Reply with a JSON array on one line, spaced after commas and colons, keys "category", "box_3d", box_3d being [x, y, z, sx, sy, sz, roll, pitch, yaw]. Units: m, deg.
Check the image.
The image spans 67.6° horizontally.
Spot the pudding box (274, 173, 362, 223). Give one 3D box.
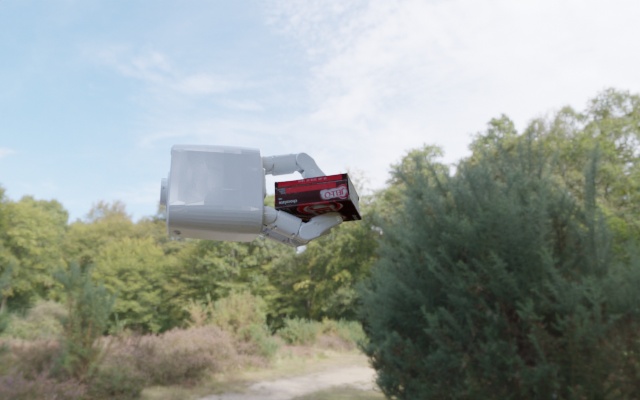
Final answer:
[{"category": "pudding box", "box_3d": [0.000, 0.002, 0.598, 0.090, 0.039, 0.113, -6, -13, 11]}]
